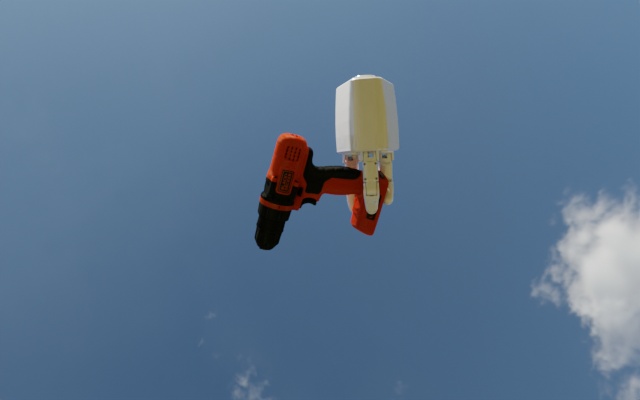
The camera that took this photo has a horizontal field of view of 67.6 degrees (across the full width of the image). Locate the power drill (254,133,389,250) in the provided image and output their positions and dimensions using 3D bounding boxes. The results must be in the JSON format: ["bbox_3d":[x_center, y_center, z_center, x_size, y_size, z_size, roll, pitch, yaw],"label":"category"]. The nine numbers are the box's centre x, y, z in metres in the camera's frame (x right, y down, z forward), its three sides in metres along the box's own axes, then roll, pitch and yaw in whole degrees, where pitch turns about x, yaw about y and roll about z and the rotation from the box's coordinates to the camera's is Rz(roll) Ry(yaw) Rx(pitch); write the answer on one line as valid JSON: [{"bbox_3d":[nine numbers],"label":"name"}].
[{"bbox_3d":[0.001,0.002,0.741,0.187,0.184,0.057,11,16,-19],"label":"power drill"}]
